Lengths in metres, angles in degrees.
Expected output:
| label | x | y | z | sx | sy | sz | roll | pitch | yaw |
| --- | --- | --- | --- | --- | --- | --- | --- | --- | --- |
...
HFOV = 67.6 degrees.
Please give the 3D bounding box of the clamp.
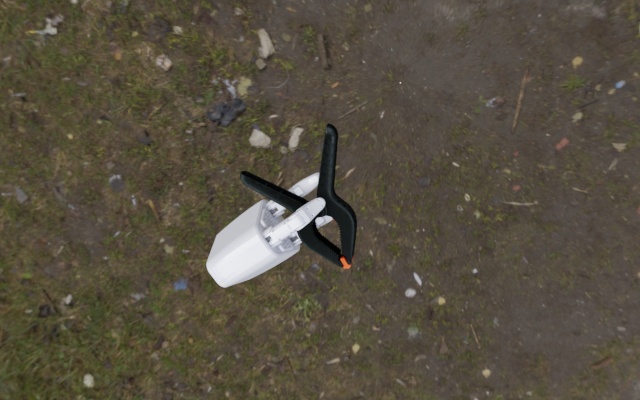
| label | x | y | z | sx | sy | sz | roll | pitch | yaw |
| --- | --- | --- | --- | --- | --- | --- | --- | --- | --- |
| clamp | 0.000 | 0.003 | 0.705 | 0.164 | 0.210 | 0.036 | -34 | 6 | 20 |
